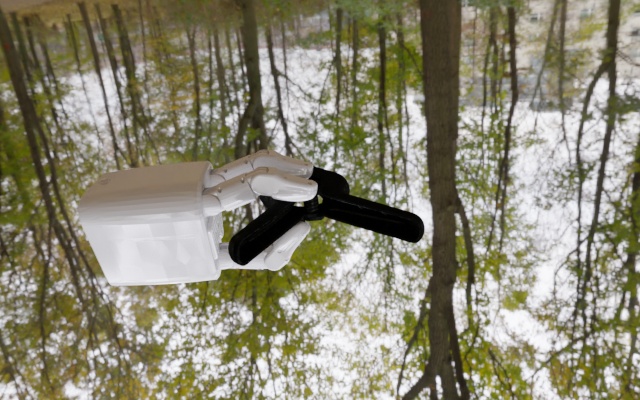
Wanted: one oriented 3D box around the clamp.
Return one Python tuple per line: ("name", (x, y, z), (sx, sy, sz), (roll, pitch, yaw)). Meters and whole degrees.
("clamp", (0.000, 0.002, 0.473), (0.164, 0.036, 0.210), (-3, 21, -4))
